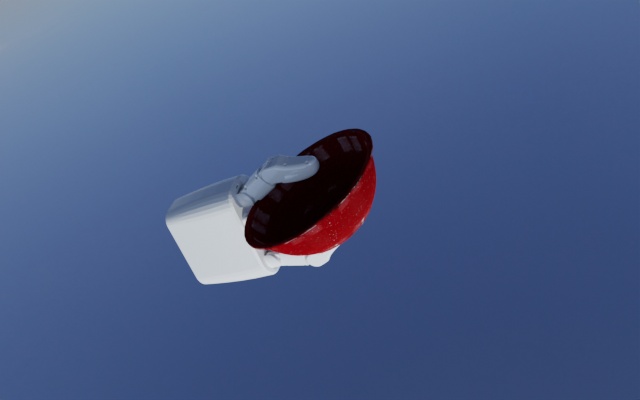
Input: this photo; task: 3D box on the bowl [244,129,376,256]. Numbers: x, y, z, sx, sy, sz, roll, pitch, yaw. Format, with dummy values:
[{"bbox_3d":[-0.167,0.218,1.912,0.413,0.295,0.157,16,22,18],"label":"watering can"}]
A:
[{"bbox_3d":[0.001,0.002,0.485,0.055,0.162,0.162,47,-25,-25],"label":"bowl"}]
